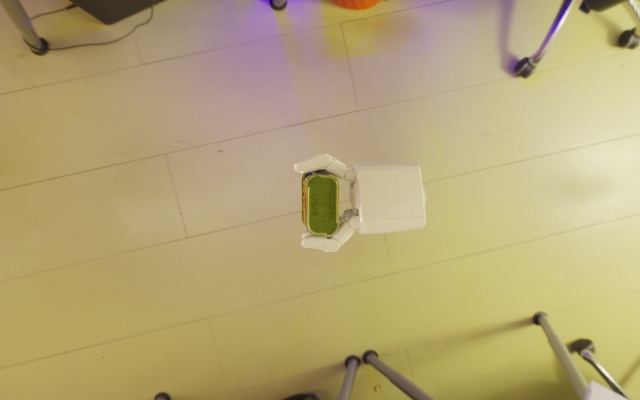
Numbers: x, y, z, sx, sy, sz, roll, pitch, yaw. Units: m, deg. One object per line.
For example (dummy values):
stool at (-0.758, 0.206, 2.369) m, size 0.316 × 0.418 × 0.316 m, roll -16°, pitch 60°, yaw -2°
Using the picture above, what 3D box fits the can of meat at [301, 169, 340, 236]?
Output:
can of meat at (0.000, 0.002, 0.768) m, size 0.057 × 0.102 × 0.084 m, roll 0°, pitch 8°, yaw -5°
